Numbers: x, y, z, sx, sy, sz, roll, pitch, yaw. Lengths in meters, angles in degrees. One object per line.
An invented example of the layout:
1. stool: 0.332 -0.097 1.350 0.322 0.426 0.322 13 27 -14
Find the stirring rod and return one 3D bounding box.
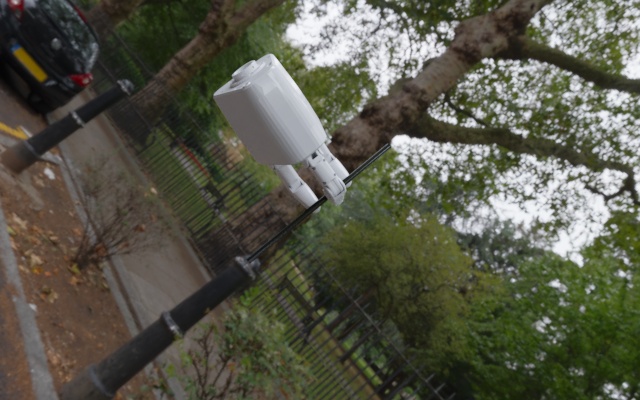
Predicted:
1. stirring rod: 0.000 0.002 0.623 0.239 0.011 0.011 -39 6 -8
